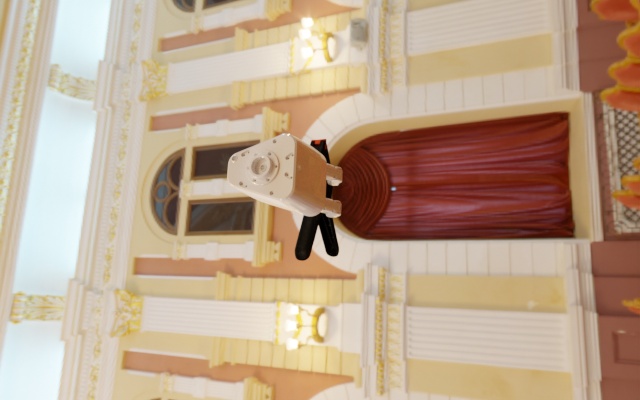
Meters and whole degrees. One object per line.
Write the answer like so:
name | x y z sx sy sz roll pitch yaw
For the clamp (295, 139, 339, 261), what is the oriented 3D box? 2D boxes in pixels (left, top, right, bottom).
clamp | -0.001 0.002 0.814 0.036 0.210 0.164 -2 -11 19
